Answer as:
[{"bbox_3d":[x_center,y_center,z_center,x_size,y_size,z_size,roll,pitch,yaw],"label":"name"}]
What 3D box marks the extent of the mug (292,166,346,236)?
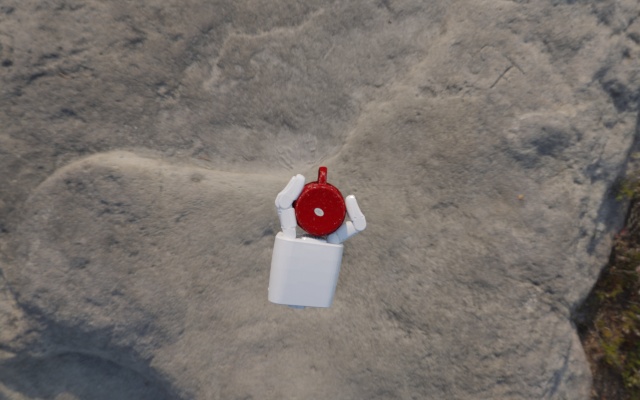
[{"bbox_3d":[0.000,0.001,0.782,0.093,0.117,0.081,8,2,-3],"label":"mug"}]
